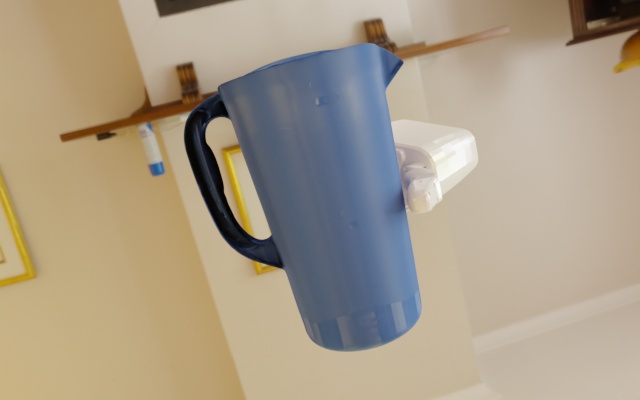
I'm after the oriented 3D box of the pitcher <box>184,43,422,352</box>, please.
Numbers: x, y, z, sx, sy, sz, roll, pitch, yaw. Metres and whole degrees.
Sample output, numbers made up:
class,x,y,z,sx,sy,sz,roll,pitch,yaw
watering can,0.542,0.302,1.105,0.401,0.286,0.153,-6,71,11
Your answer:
class,x,y,z,sx,sy,sz,roll,pitch,yaw
pitcher,0.000,0.001,0.410,0.149,0.243,0.145,-4,17,41
